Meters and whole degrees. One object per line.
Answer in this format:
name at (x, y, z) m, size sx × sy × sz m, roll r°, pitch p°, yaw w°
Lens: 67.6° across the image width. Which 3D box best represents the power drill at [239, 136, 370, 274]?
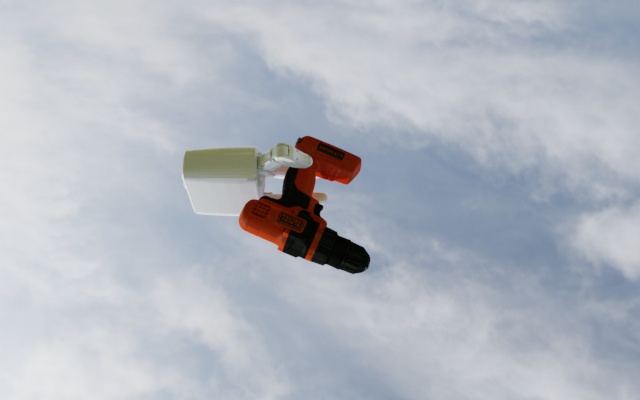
power drill at (0.000, 0.002, 0.679) m, size 0.184 × 0.187 × 0.057 m, roll 24°, pitch -41°, yaw -1°
